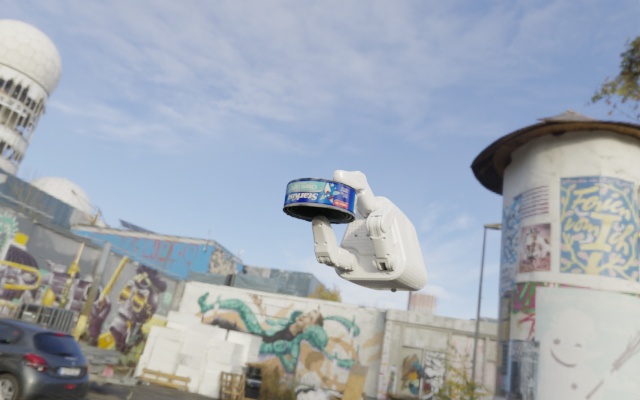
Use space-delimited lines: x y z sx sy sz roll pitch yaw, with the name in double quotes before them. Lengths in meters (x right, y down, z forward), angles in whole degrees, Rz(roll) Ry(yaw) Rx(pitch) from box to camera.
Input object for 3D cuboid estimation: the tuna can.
"tuna can" 0.000 0.001 0.560 0.086 0.033 0.086 7 -15 2
